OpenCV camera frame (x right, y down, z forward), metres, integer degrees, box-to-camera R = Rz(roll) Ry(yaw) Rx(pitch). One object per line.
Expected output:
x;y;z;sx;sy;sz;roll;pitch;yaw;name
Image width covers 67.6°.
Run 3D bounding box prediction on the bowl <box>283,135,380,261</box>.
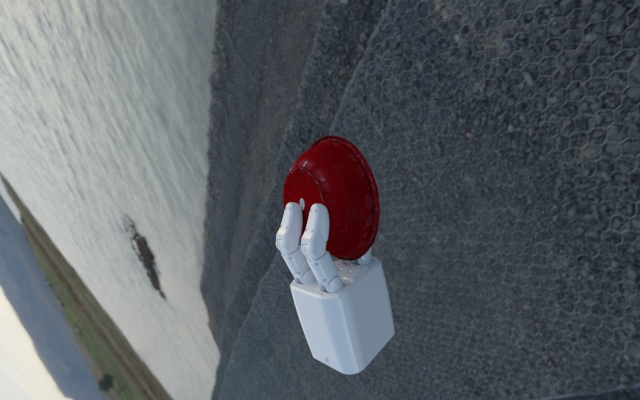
-0.001;0.001;0.593;0.055;0.162;0.162;-11;6;-34;bowl
